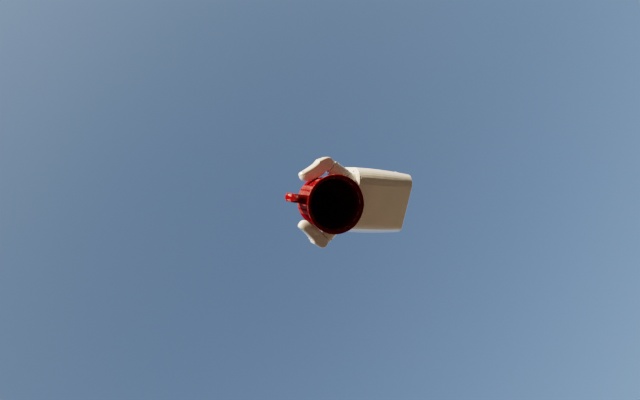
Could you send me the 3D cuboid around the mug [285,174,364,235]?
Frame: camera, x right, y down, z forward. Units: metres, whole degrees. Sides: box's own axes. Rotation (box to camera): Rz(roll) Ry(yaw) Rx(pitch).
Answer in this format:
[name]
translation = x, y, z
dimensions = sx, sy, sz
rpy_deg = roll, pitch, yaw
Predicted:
[mug]
translation = -0.001, 0.002, 0.764
dimensions = 0.117, 0.093, 0.081
rpy_deg = 5, 2, -19
